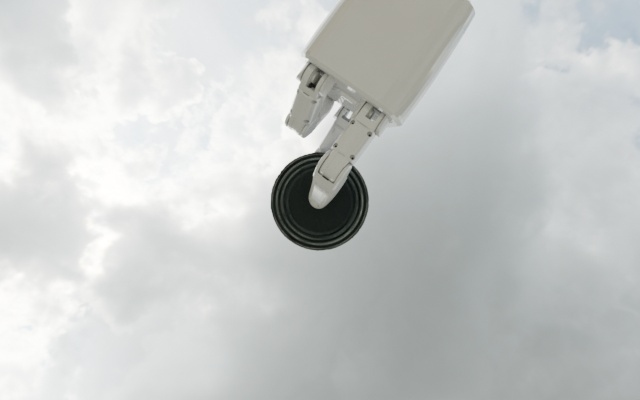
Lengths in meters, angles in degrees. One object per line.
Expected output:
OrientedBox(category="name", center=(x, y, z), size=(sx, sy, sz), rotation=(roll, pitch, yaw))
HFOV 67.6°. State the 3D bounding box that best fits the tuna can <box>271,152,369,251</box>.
OrientedBox(category="tuna can", center=(0.000, 0.001, 0.430), size=(0.086, 0.086, 0.034), rotation=(0, -3, 4))
